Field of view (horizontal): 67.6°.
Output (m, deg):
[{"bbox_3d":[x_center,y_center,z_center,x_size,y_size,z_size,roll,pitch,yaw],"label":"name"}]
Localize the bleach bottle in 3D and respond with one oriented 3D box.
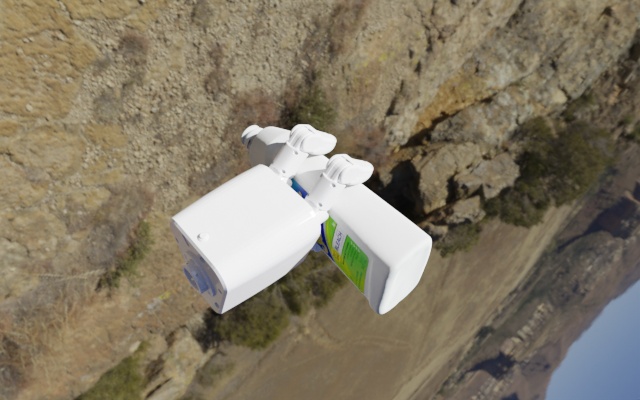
[{"bbox_3d":[0.000,0.002,0.516,0.068,0.103,0.250,-33,59,-27],"label":"bleach bottle"}]
